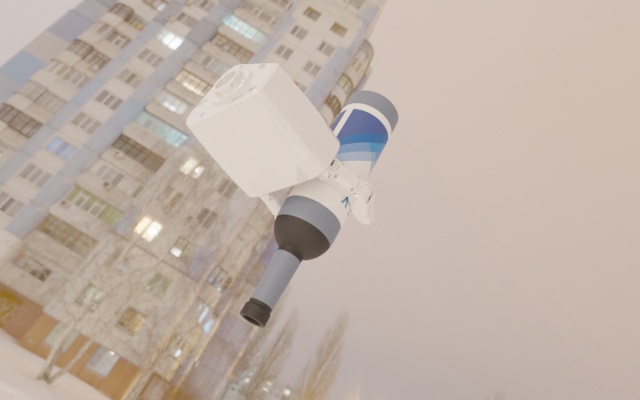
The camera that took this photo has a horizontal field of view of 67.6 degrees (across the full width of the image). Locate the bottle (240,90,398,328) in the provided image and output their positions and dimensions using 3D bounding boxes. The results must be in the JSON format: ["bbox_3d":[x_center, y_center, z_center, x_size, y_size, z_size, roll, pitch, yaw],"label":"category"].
[{"bbox_3d":[0.000,0.002,0.522,0.069,0.295,0.069,23,-29,13],"label":"bottle"}]
